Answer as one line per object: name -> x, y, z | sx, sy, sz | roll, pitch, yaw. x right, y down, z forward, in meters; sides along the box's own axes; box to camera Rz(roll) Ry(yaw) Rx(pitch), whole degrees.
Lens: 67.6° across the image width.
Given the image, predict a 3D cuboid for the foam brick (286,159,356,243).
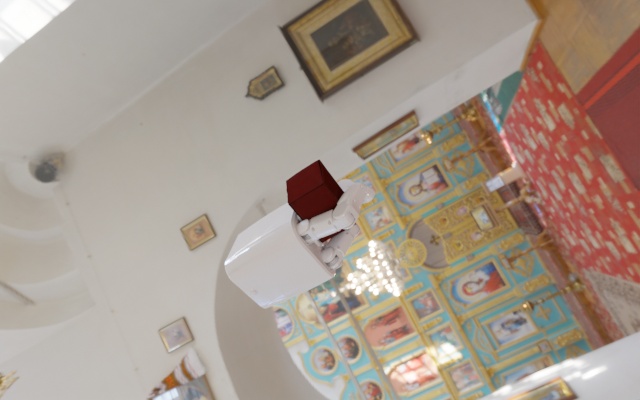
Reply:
foam brick -> 0.000, 0.002, 0.582 | 0.051, 0.078, 0.053 | -29, 34, 14
